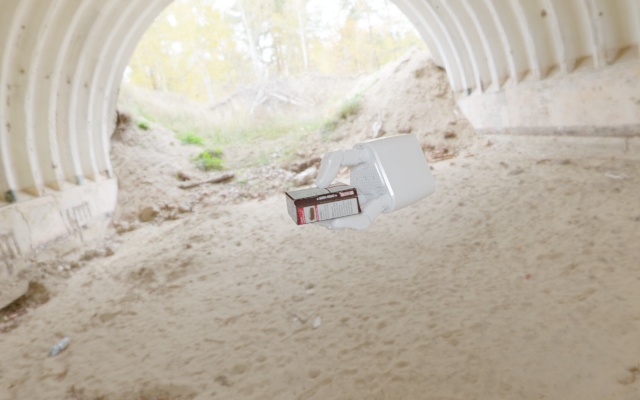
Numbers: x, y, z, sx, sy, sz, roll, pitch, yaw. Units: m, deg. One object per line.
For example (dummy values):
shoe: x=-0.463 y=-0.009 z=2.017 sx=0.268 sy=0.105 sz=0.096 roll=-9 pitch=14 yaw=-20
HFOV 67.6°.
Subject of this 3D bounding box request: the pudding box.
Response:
pudding box: x=0.000 y=0.002 z=0.677 sx=0.090 sy=0.039 sz=0.113 roll=-12 pitch=7 yaw=-8
